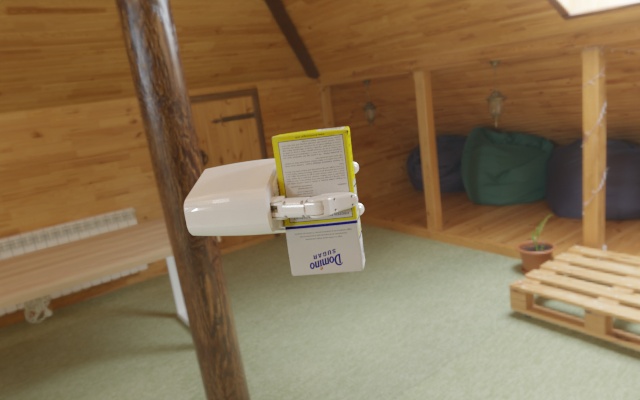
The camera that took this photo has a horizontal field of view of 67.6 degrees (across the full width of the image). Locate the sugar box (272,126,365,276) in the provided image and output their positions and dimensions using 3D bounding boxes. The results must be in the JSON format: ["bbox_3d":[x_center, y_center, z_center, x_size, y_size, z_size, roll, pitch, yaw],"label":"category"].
[{"bbox_3d":[0.000,0.002,0.593,0.093,0.176,0.048,-5,13,9],"label":"sugar box"}]
